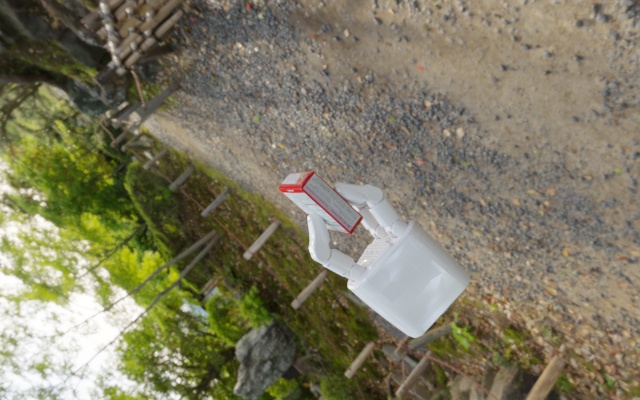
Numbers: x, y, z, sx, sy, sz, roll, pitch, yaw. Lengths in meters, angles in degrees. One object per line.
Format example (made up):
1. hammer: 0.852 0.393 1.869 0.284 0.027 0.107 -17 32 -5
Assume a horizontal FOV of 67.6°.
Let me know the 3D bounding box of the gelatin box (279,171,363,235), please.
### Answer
1. gelatin box: 0.000 0.002 0.588 0.089 0.030 0.073 41 -15 -20
